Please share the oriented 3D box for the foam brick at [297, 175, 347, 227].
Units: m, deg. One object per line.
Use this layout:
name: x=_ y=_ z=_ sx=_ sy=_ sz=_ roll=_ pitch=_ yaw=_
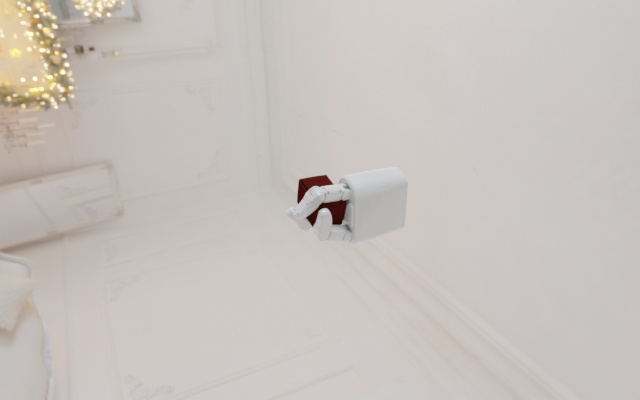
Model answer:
foam brick: x=0.000 y=0.002 z=0.796 sx=0.051 sy=0.053 sz=0.078 roll=-13 pitch=46 yaw=-23
